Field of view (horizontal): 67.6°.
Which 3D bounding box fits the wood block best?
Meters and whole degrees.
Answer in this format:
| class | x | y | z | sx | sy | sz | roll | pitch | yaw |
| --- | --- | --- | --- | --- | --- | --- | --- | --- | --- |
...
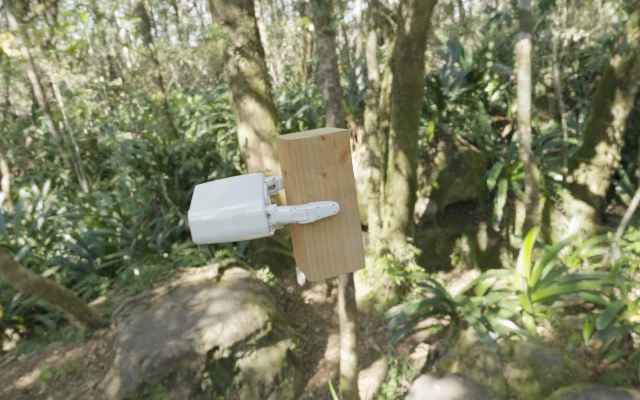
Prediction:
| class | x | y | z | sx | sy | sz | roll | pitch | yaw |
| --- | --- | --- | --- | --- | --- | --- | --- | --- | --- |
| wood block | 0.000 | 0.002 | 0.709 | 0.090 | 0.206 | 0.091 | -12 | 14 | -14 |
